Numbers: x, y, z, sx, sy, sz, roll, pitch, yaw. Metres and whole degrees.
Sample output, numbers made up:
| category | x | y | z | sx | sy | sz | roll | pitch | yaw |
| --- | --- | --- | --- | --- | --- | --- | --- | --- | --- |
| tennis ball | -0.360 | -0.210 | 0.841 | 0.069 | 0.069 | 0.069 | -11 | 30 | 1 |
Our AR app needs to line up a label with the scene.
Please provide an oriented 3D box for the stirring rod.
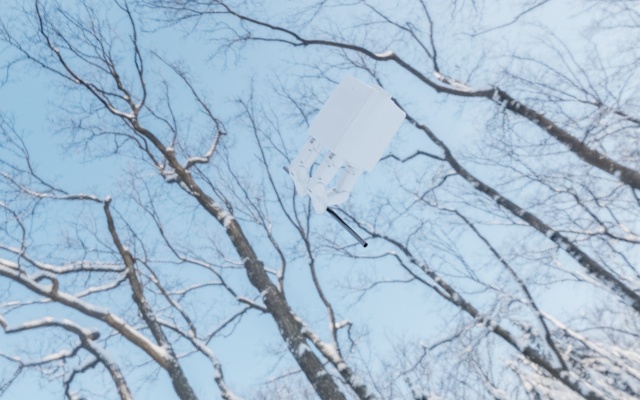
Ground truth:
| category | x | y | z | sx | sy | sz | roll | pitch | yaw |
| --- | --- | --- | --- | --- | --- | --- | --- | --- | --- |
| stirring rod | 0.000 | 0.002 | 0.735 | 0.011 | 0.011 | 0.239 | 0 | 29 | -36 |
